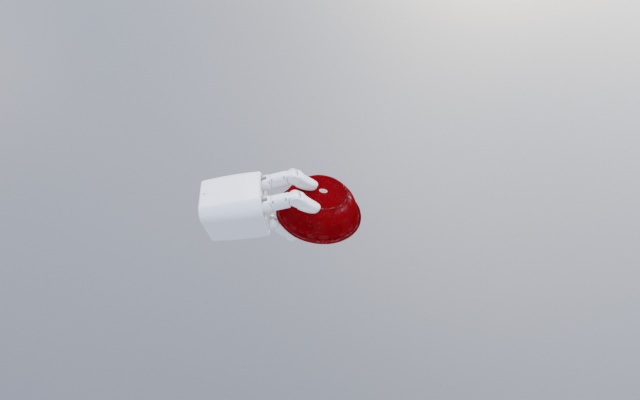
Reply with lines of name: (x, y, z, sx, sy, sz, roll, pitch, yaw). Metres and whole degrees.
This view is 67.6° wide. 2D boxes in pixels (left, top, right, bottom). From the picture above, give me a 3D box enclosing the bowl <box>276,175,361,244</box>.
bowl: (0.001, 0.002, 0.875, 0.162, 0.055, 0.162, 6, 43, -5)
